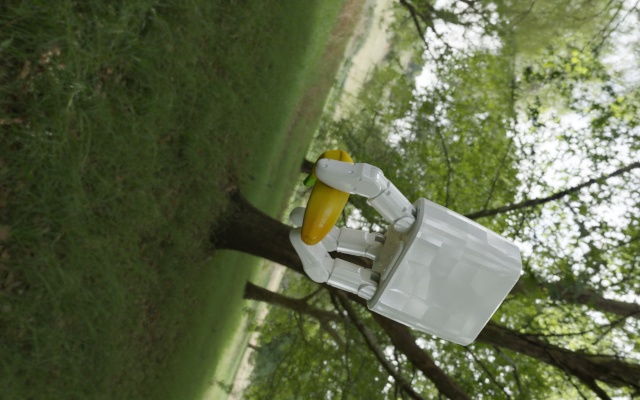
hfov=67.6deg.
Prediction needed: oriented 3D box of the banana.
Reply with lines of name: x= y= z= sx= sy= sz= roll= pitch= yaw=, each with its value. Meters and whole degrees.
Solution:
banana: x=0.009 y=-0.015 z=0.486 sx=0.037 sy=0.070 sz=0.197 roll=27 pitch=15 yaw=-7
